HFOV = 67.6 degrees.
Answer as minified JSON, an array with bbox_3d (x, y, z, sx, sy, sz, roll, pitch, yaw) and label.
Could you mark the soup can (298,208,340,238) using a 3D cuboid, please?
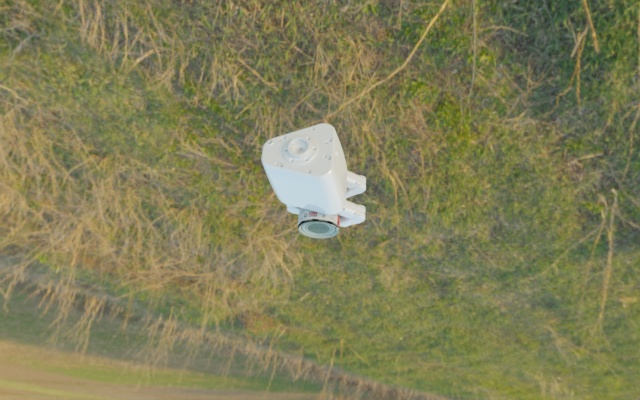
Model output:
[{"bbox_3d":[0.000,0.003,0.778,0.068,0.102,0.068,3,-28,2],"label":"soup can"}]
